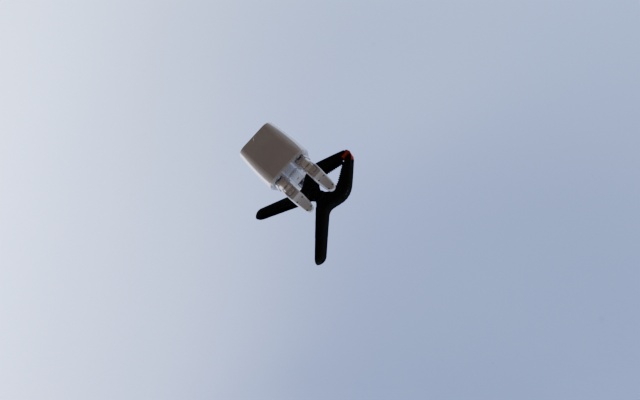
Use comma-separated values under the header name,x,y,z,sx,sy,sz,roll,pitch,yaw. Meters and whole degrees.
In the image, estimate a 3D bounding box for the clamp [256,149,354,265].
name,x,y,z,sx,sy,sz,roll,pitch,yaw
clamp,0.001,0.003,0.874,0.164,0.210,0.036,42,0,23
